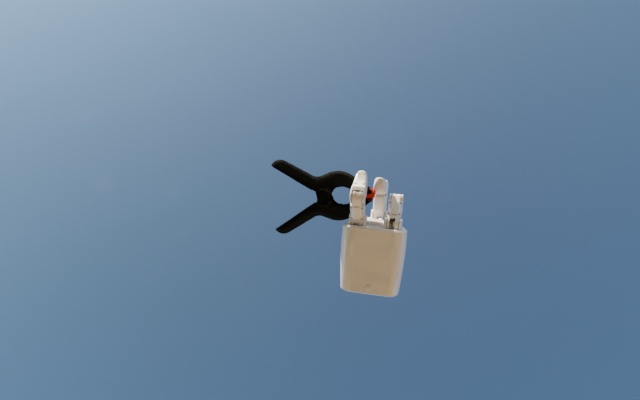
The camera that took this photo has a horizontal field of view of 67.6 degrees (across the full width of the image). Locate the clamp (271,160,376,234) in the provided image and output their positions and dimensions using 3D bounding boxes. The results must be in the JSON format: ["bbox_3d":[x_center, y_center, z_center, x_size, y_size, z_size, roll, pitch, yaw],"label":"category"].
[{"bbox_3d":[0.000,0.002,0.767,0.171,0.120,0.039,8,17,12],"label":"clamp"}]
